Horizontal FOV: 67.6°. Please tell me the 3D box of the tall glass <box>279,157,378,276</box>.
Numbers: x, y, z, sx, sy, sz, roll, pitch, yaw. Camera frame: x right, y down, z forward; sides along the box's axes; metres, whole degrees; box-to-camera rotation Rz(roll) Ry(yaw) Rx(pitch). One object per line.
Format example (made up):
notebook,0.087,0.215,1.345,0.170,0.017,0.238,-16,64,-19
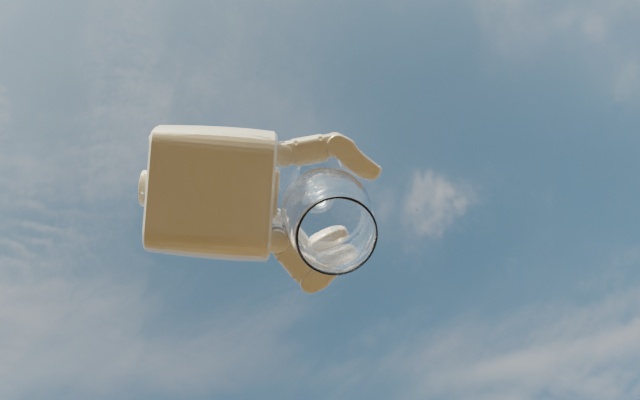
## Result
tall glass,0.000,0.001,0.444,0.079,0.079,0.201,0,15,-8
